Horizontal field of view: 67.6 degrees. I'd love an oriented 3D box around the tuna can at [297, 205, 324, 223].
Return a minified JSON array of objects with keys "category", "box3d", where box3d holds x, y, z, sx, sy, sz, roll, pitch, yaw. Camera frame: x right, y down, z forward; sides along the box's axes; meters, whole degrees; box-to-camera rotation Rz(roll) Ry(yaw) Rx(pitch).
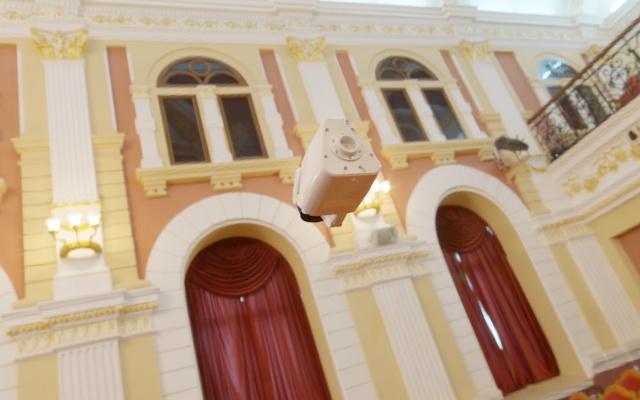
[{"category":"tuna can","box3d":[0.000,0.002,0.844,0.086,0.033,0.086,-16,-29,-9]}]
